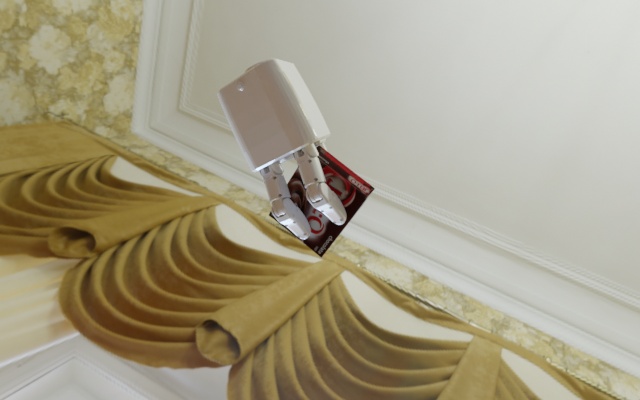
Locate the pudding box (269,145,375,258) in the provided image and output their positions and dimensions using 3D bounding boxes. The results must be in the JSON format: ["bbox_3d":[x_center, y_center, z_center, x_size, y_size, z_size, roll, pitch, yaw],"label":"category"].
[{"bbox_3d":[0.000,0.002,0.599,0.090,0.113,0.039,39,33,7],"label":"pudding box"}]
